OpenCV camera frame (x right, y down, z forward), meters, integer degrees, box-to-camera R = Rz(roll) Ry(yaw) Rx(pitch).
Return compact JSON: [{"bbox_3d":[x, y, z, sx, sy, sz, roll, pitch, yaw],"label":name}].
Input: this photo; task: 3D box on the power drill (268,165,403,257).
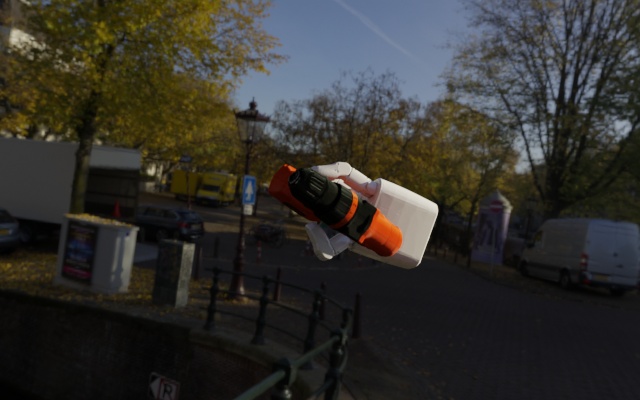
[{"bbox_3d":[0.000,0.002,0.647,0.184,0.057,0.187,36,-5,-31],"label":"power drill"}]
